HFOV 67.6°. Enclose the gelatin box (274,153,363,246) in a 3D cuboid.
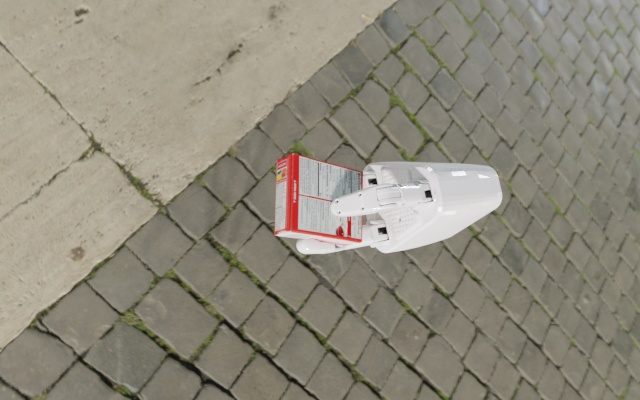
[{"bbox_3d":[0.000,0.001,0.455,0.089,0.073,0.030,12,-18,-37],"label":"gelatin box"}]
